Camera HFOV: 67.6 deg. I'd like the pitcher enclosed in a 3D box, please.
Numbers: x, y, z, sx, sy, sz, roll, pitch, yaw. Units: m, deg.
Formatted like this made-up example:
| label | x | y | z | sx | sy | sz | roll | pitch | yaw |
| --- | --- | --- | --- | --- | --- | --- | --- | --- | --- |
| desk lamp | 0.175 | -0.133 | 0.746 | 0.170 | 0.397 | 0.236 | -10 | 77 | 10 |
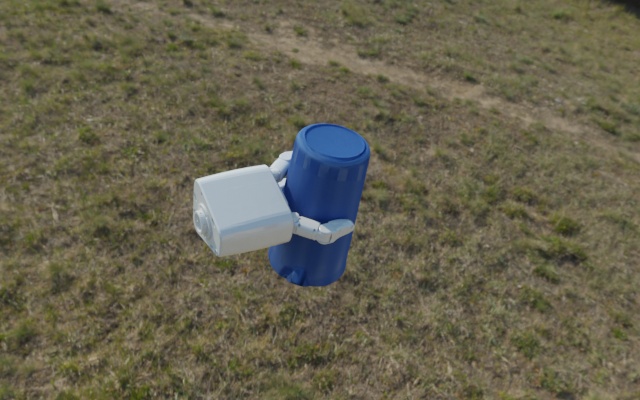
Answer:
| label | x | y | z | sx | sy | sz | roll | pitch | yaw |
| --- | --- | --- | --- | --- | --- | --- | --- | --- | --- |
| pitcher | 0.000 | 0.003 | 0.747 | 0.145 | 0.243 | 0.149 | -12 | 45 | -29 |
